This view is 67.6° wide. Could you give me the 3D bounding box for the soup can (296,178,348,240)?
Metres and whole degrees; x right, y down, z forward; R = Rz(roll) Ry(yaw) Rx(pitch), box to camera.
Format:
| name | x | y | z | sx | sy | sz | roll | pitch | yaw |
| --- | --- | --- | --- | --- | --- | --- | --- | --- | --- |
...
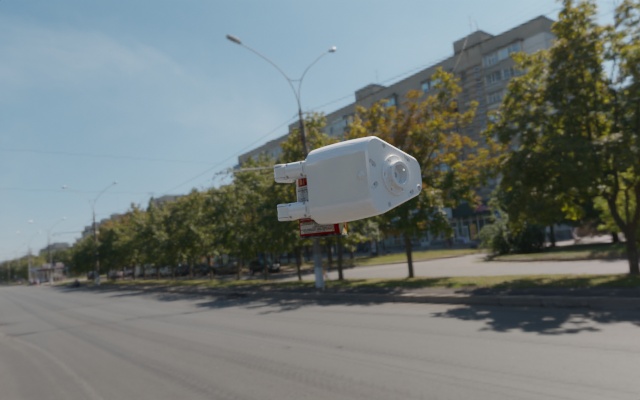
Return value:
| name | x | y | z | sx | sy | sz | roll | pitch | yaw |
| --- | --- | --- | --- | --- | --- | --- | --- | --- | --- |
| soup can | 0.000 | 0.002 | 0.678 | 0.068 | 0.102 | 0.068 | -5 | -5 | 0 |
